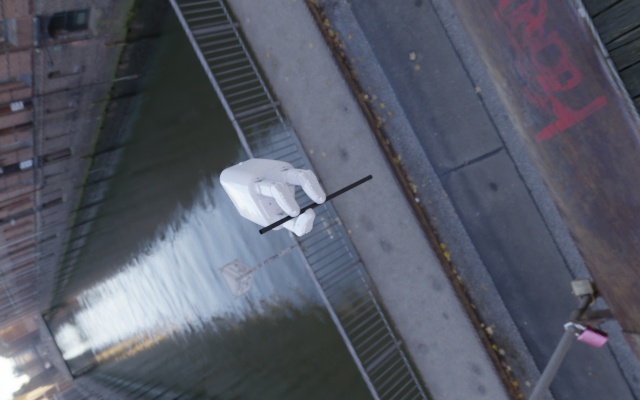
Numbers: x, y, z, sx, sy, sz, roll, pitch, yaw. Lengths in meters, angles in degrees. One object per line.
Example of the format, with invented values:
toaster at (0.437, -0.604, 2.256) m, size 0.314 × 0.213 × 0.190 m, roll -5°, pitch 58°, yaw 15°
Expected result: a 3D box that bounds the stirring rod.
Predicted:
stirring rod at (0.000, 0.003, 0.775) m, size 0.239 × 0.011 × 0.011 m, roll -27°, pitch 16°, yaw -34°
